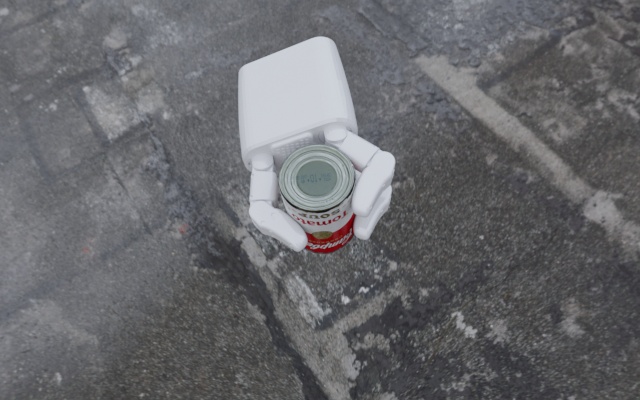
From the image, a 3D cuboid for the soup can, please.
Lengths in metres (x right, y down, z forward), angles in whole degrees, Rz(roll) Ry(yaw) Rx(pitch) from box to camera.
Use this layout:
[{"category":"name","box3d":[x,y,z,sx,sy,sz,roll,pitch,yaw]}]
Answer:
[{"category":"soup can","box3d":[0.000,0.002,0.446,0.068,0.068,0.102,0,-26,4]}]
